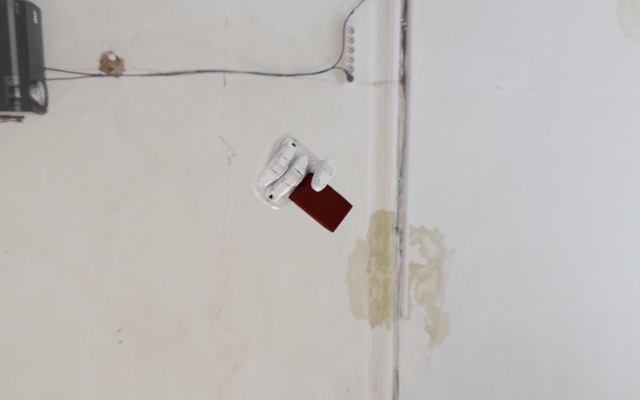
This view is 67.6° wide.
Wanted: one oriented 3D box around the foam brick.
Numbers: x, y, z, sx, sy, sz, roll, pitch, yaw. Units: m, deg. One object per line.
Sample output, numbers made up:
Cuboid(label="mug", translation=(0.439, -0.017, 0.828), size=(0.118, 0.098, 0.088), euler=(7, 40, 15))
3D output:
Cuboid(label="foam brick", translation=(0.000, 0.003, 0.724), size=(0.078, 0.053, 0.051), euler=(41, -5, -15))
